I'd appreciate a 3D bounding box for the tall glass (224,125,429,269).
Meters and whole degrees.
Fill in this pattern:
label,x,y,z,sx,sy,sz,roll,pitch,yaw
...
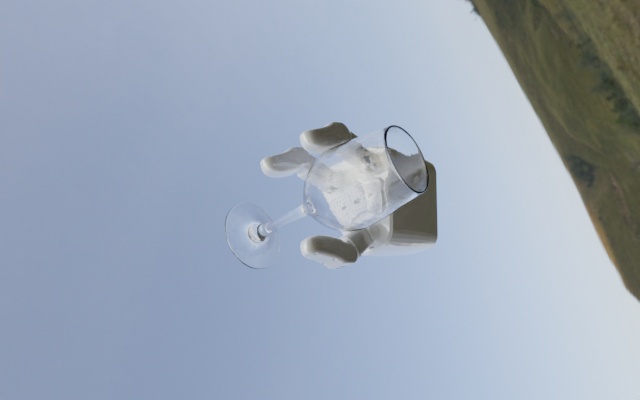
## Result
label,x,y,z,sx,sy,sz,roll,pitch,yaw
tall glass,-0.001,0.002,0.450,0.201,0.079,0.079,-27,-17,37
